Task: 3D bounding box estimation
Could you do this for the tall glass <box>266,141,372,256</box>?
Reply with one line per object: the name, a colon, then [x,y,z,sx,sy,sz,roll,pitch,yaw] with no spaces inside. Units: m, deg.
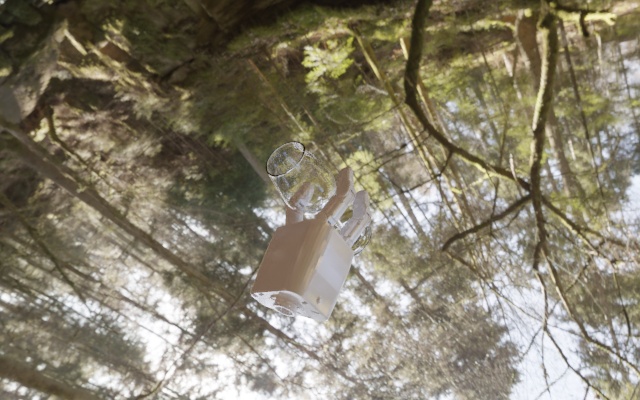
tall glass: [0.000,0.003,0.701,0.079,0.079,0.201,0,-37,37]
